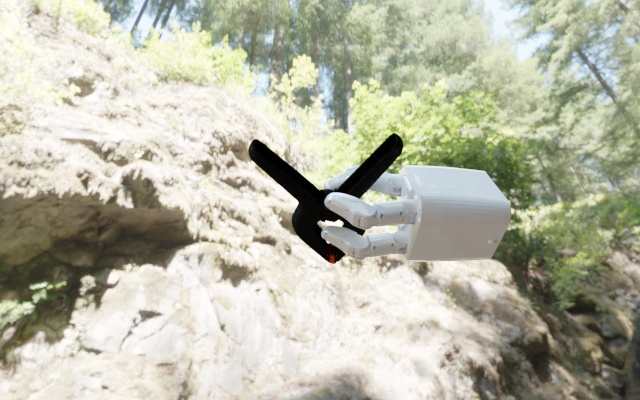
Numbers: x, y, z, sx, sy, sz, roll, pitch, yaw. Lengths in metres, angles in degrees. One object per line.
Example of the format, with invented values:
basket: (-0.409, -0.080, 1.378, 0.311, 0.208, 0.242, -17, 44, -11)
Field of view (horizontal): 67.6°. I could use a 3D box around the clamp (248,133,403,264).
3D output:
clamp: (0.000, 0.002, 0.571, 0.164, 0.036, 0.210, 3, -44, -2)
